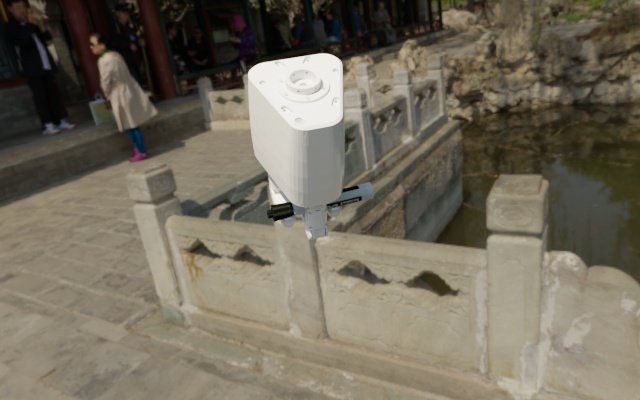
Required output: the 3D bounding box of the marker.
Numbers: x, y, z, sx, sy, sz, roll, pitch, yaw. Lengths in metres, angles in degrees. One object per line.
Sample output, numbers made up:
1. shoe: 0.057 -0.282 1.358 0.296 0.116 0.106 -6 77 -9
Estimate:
1. marker: 0.000 0.002 0.530 0.121 0.020 0.020 -13 2 -11
